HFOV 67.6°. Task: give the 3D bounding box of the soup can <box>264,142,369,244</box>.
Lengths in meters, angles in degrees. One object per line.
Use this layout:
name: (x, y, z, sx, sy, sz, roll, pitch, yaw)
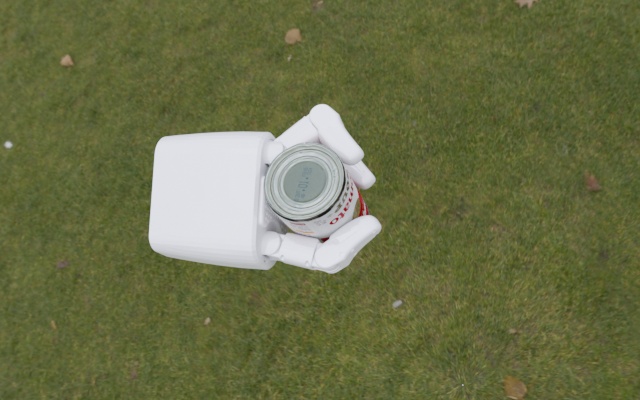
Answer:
soup can: (0.000, 0.001, 0.410, 0.068, 0.068, 0.102, 0, -20, 17)
